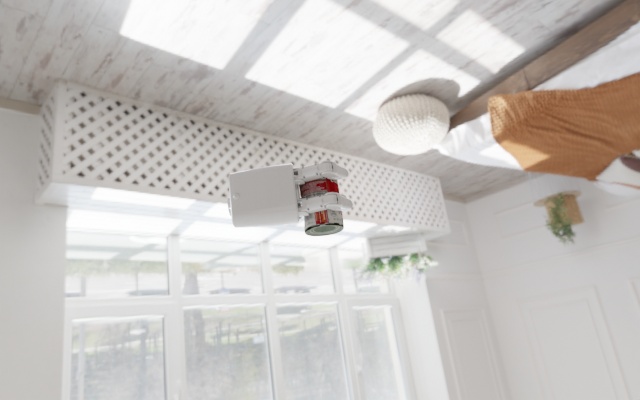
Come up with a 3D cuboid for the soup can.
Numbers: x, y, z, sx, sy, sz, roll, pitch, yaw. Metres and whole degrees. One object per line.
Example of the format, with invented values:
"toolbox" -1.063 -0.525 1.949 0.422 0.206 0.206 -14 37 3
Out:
"soup can" 0.001 0.003 0.800 0.068 0.102 0.068 -7 -18 -2
